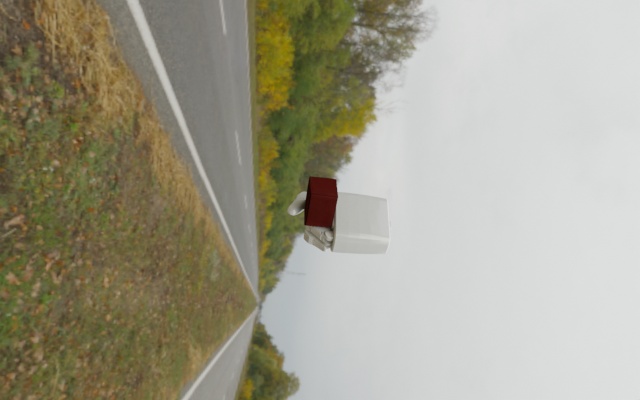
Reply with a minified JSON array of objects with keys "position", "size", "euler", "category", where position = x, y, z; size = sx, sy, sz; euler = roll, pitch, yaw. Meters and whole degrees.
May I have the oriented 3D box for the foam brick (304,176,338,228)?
[{"position":[0.000,0.003,0.866],"size":[0.051,0.078,0.053],"euler":[5,40,-6],"category":"foam brick"}]
